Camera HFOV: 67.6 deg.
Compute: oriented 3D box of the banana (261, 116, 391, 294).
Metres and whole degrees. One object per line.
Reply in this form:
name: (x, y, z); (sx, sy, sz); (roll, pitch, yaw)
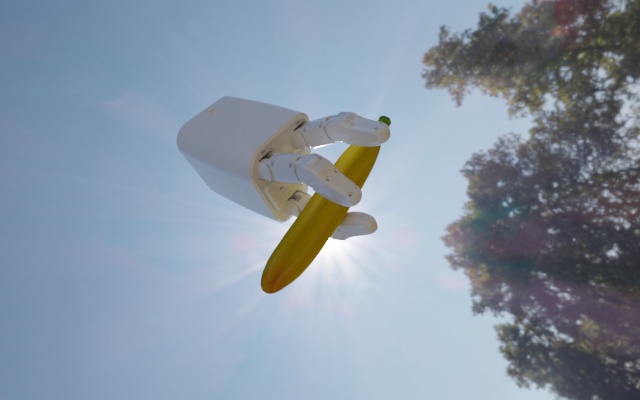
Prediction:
banana: (0.003, 0.006, 0.452); (0.037, 0.197, 0.070); (29, -18, 15)
